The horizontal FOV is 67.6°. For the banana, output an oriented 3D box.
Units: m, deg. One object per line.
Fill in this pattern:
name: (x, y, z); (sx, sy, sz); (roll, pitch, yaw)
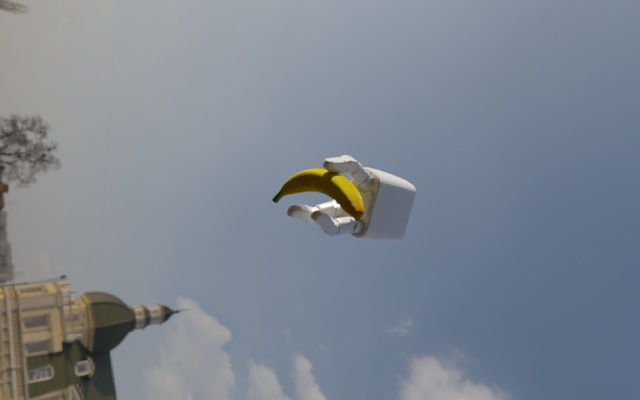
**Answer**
banana: (0.003, -0.016, 0.743); (0.037, 0.069, 0.198); (23, -10, -41)
